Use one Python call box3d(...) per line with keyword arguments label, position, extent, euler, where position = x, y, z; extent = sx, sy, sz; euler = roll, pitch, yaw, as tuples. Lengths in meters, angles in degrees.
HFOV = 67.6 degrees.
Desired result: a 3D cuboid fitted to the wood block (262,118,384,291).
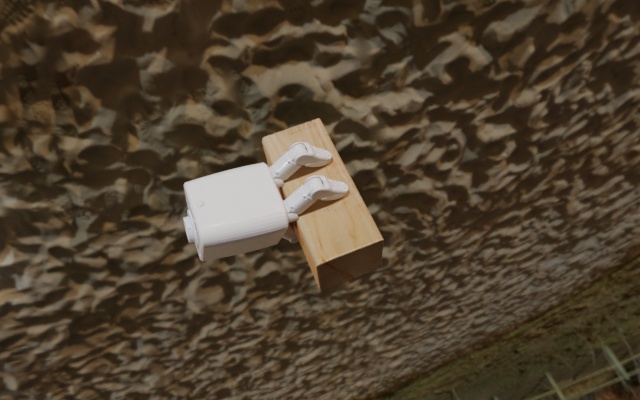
box3d(label="wood block", position=(0.000, 0.003, 0.647), extent=(0.090, 0.206, 0.091), euler=(-20, -30, -8))
